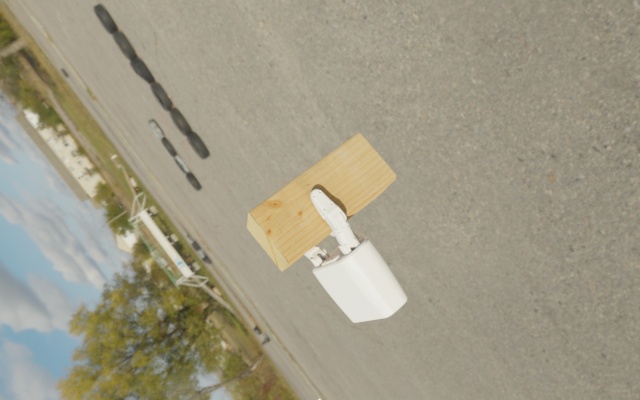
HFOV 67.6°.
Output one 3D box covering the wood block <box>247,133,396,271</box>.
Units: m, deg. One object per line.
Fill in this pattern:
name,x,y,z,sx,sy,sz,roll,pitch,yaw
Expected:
wood block,0.000,0.003,0.712,0.206,0.090,0.091,-37,-7,-18
